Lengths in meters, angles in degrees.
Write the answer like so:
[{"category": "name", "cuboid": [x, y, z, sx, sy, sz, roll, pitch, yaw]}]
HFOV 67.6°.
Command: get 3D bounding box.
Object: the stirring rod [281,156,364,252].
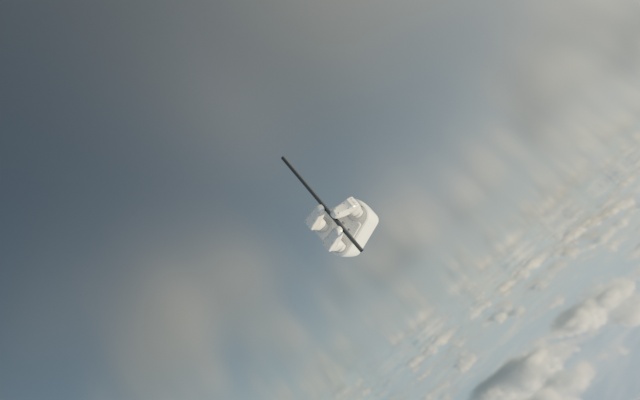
[{"category": "stirring rod", "cuboid": [0.000, 0.003, 0.884, 0.011, 0.239, 0.011, -35, -20, -15]}]
